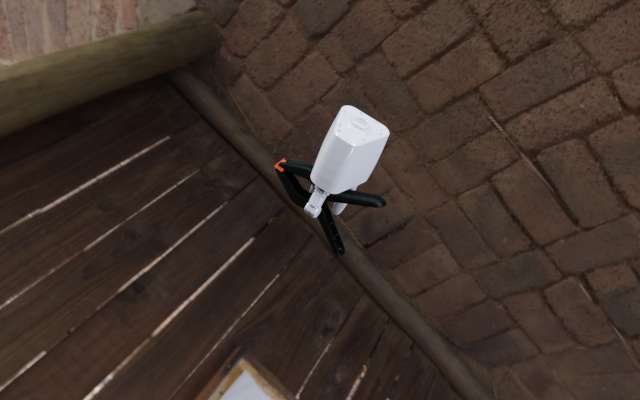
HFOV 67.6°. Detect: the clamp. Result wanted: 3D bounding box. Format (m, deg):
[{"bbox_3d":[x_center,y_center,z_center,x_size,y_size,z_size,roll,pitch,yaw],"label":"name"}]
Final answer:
[{"bbox_3d":[-0.001,0.003,0.882,0.210,0.165,0.036,34,37,9],"label":"clamp"}]
